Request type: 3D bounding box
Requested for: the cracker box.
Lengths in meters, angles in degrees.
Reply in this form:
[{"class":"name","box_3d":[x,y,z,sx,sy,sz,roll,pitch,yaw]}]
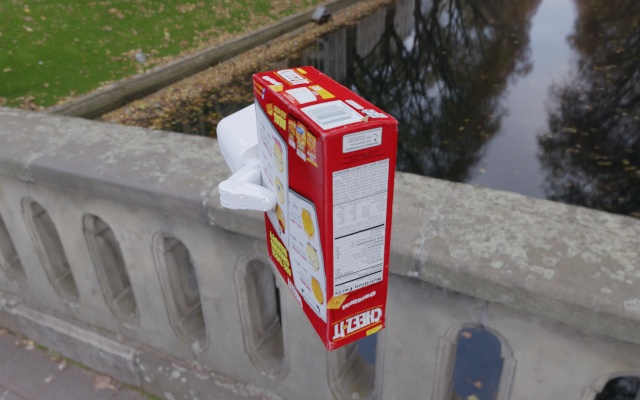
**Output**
[{"class":"cracker box","box_3d":[0.000,0.001,0.448,0.072,0.214,0.164,-15,33,-20]}]
